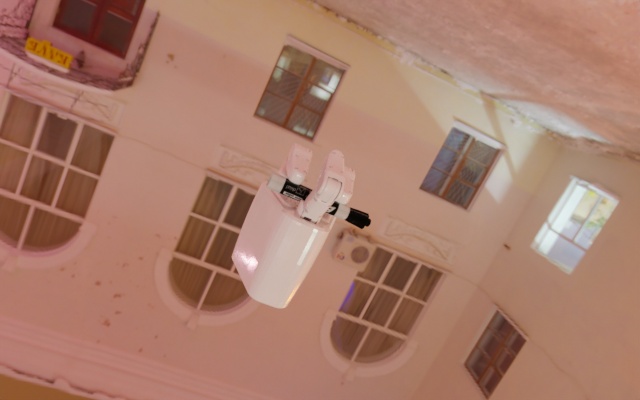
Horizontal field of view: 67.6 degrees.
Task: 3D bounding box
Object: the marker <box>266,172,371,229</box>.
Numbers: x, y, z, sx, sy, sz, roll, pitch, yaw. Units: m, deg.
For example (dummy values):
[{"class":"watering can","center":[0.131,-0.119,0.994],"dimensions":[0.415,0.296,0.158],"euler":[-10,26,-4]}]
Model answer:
[{"class":"marker","center":[0.000,0.002,0.513],"dimensions":[0.121,0.020,0.020],"euler":[24,-6,-14]}]
